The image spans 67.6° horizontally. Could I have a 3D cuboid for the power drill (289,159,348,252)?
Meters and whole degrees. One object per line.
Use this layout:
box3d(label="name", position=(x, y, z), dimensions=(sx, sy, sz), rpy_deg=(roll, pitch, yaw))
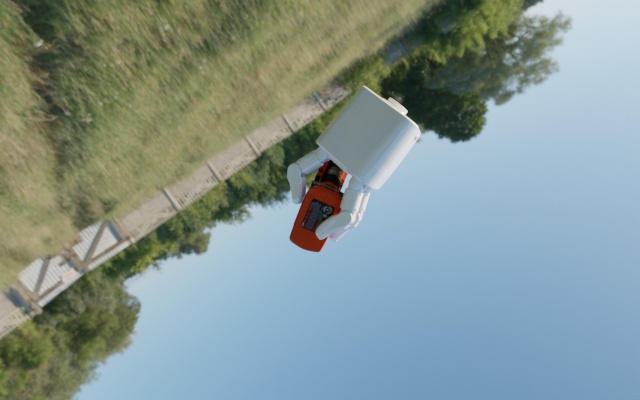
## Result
box3d(label="power drill", position=(0.000, 0.003, 0.770), dimensions=(0.057, 0.184, 0.187), rpy_deg=(21, 27, -2))
